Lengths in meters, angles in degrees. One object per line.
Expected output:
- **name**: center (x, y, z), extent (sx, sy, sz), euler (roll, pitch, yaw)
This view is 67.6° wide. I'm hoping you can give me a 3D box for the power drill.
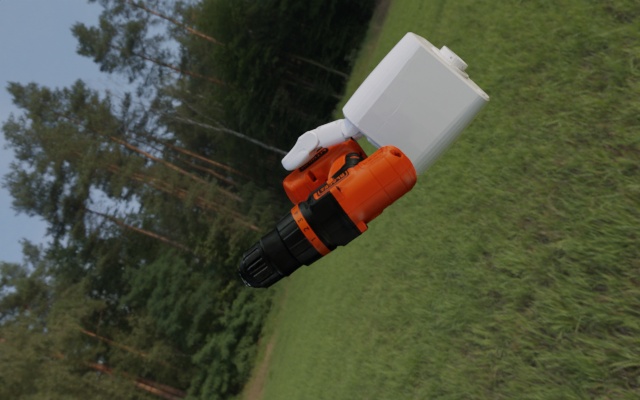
- **power drill**: center (0.000, 0.001, 0.494), extent (0.184, 0.057, 0.187), euler (-35, 16, 6)
